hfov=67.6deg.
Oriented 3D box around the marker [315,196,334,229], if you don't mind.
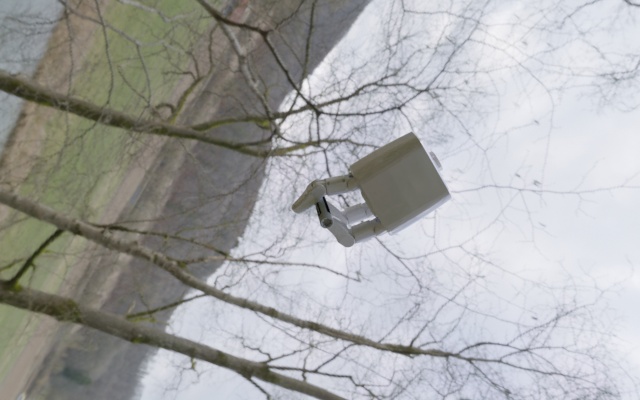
[{"bbox_3d":[0.000,0.002,0.695,0.020,0.020,0.121,0,28,-9],"label":"marker"}]
